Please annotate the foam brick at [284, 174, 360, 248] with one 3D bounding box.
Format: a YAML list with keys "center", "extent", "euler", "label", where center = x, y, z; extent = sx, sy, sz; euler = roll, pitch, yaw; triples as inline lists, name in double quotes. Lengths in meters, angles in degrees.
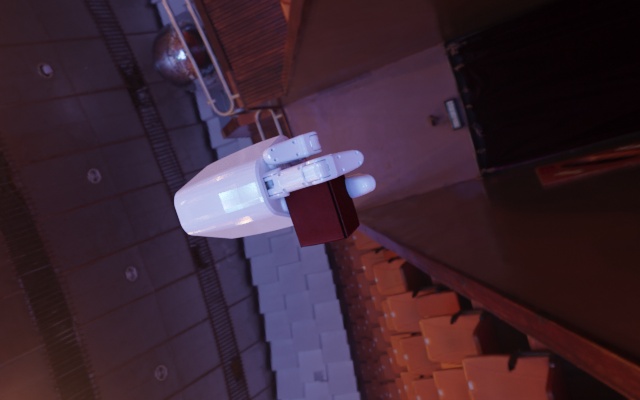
- center: [0.000, 0.002, 0.485]
  extent: [0.051, 0.078, 0.053]
  euler: [-17, 4, 21]
  label: "foam brick"
